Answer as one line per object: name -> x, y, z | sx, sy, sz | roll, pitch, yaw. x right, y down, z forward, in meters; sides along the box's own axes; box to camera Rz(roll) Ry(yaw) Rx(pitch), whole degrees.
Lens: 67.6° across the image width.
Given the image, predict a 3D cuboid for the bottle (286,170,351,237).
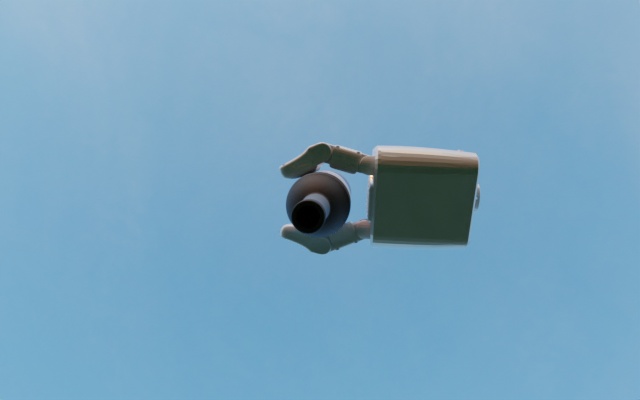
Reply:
bottle -> 0.000, 0.002, 0.525 | 0.069, 0.069, 0.295 | 0, 4, 4
